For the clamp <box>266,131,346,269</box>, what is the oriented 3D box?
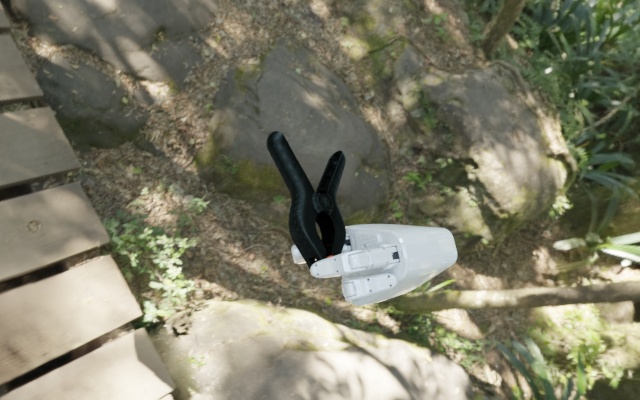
[{"bbox_3d":[0.000,0.002,0.570,0.120,0.171,0.039,-3,-15,-40],"label":"clamp"}]
